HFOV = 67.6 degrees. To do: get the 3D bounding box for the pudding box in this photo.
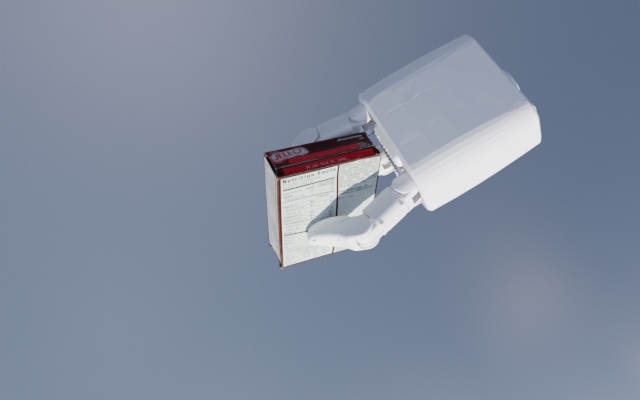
[{"bbox_3d":[0.000,0.001,0.414,0.090,0.114,0.039,-13,44,-17],"label":"pudding box"}]
